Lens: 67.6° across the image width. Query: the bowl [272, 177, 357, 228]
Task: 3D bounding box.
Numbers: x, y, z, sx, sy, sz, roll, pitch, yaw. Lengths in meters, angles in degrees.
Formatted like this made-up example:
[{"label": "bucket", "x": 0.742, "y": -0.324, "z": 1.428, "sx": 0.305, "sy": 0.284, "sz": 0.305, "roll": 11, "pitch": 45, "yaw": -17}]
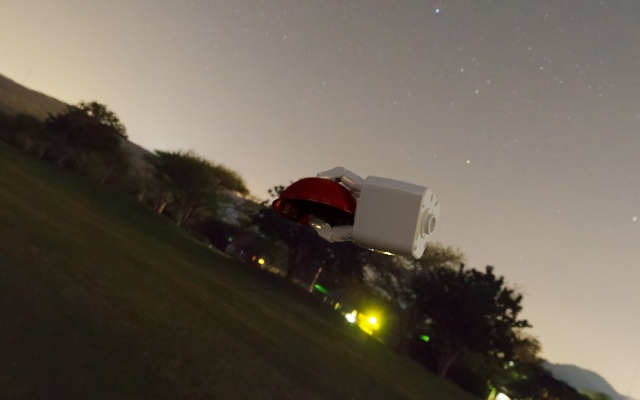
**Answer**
[{"label": "bowl", "x": -0.001, "y": 0.002, "z": 0.828, "sx": 0.162, "sy": 0.055, "sz": 0.162, "roll": 12, "pitch": -18, "yaw": 4}]
